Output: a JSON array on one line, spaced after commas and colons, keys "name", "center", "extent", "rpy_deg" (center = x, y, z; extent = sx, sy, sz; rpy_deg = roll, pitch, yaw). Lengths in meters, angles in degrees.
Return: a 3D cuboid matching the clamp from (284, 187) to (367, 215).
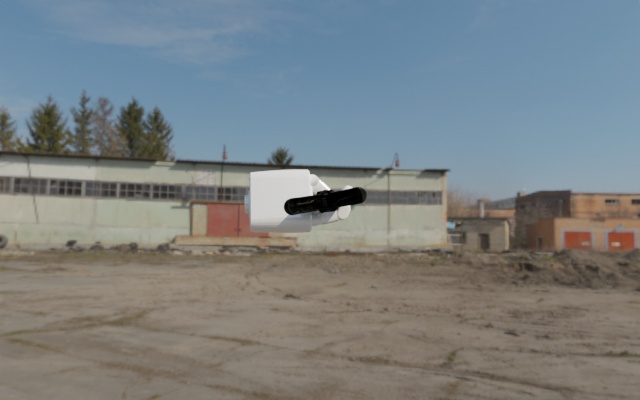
[{"name": "clamp", "center": [0.000, 0.002, 0.756], "extent": [0.120, 0.039, 0.171], "rpy_deg": [-4, -3, -6]}]
